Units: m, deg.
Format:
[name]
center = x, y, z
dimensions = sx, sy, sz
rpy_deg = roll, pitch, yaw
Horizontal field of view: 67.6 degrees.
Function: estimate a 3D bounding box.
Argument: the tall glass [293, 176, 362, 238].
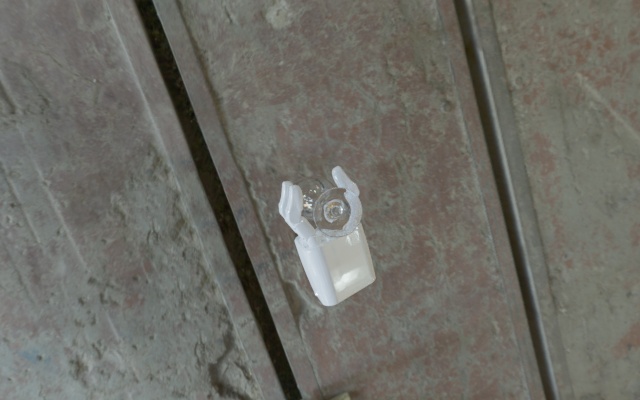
[tall glass]
center = 0.000, 0.003, 0.782
dimensions = 0.079, 0.079, 0.201
rpy_deg = 0, 9, -15
